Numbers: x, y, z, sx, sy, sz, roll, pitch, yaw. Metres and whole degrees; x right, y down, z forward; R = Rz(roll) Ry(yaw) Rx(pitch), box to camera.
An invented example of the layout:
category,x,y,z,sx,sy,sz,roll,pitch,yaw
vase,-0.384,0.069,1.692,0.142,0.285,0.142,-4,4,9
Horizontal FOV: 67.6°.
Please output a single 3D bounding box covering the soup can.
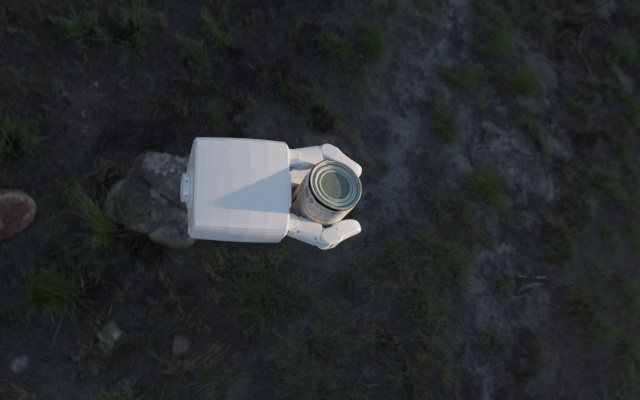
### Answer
category,x,y,z,sx,sy,sz,roll,pitch,yaw
soup can,0.001,0.002,0.591,0.068,0.068,0.102,0,-25,-23
